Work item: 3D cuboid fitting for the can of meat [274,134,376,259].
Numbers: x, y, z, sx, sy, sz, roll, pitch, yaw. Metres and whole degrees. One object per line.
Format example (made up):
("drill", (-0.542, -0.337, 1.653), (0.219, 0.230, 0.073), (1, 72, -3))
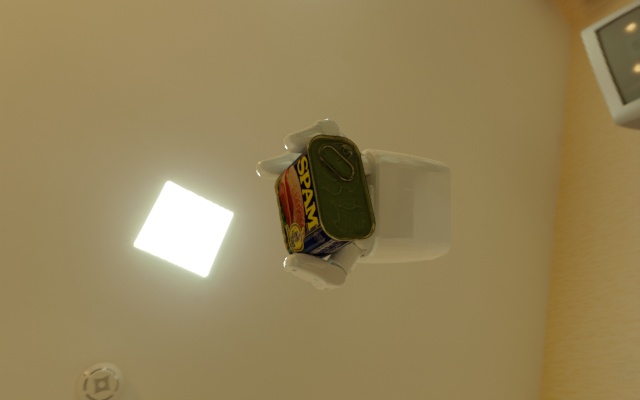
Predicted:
("can of meat", (0.000, 0.002, 0.460), (0.057, 0.102, 0.084), (0, -21, -30))
